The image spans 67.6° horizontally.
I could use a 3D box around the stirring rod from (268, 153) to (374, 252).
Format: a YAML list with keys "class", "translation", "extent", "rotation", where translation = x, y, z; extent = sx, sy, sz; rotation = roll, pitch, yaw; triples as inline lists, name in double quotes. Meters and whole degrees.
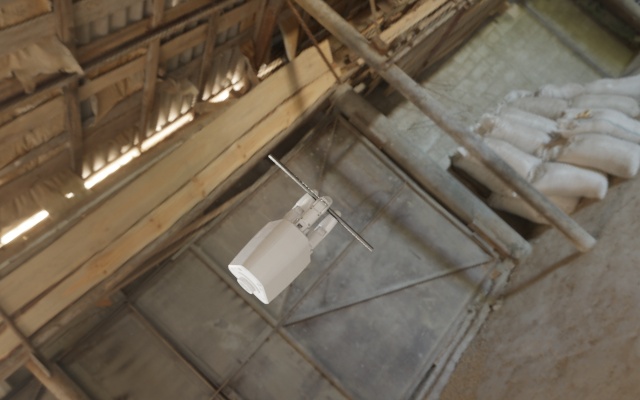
- class: "stirring rod"
  translation: [0.000, 0.003, 0.821]
  extent: [0.239, 0.011, 0.011]
  rotation: [43, 4, 4]
